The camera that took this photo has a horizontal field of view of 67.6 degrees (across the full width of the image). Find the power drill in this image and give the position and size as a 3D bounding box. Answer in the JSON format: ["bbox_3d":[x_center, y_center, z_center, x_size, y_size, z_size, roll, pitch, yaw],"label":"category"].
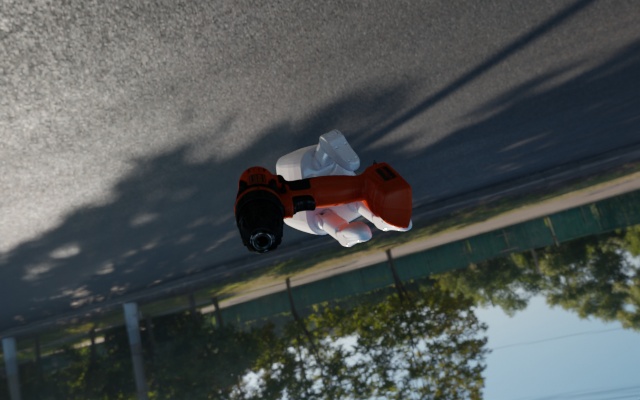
[{"bbox_3d":[0.000,0.002,0.525,0.187,0.057,0.184,-2,22,-9],"label":"power drill"}]
